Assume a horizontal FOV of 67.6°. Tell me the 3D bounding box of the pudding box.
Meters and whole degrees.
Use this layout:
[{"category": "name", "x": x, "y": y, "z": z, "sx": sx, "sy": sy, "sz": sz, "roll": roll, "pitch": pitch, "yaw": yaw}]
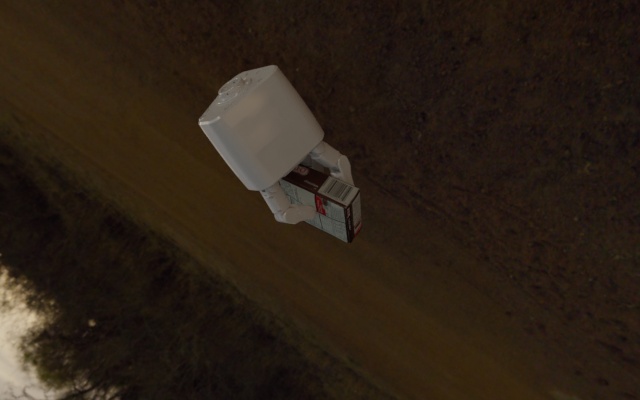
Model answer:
[{"category": "pudding box", "x": 0.000, "y": 0.002, "z": 0.659, "sx": 0.113, "sy": 0.039, "sz": 0.090, "roll": 26, "pitch": -29, "yaw": 24}]
